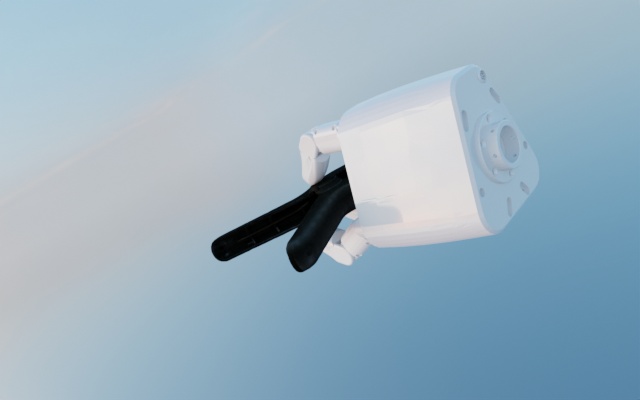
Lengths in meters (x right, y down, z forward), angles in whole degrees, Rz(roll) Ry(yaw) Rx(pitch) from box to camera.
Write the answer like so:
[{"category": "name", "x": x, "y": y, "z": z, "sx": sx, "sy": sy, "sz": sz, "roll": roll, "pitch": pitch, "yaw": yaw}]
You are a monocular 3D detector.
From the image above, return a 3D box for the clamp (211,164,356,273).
[{"category": "clamp", "x": 0.000, "y": 0.000, "z": 0.454, "sx": 0.210, "sy": 0.036, "sz": 0.164, "roll": -37, "pitch": 18, "yaw": -36}]
